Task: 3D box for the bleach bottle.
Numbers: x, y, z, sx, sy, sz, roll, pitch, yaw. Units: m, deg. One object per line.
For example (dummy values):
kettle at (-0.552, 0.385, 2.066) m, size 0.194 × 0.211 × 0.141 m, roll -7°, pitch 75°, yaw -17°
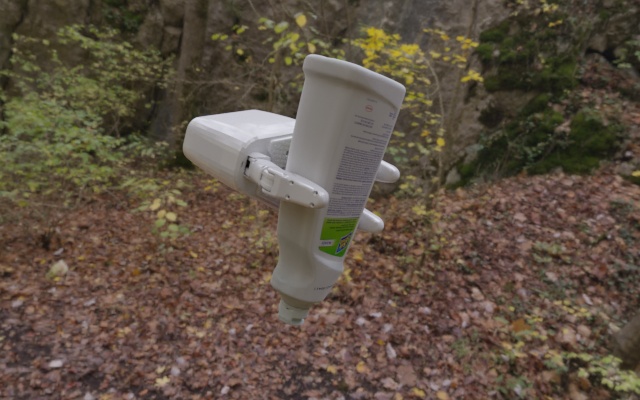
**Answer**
bleach bottle at (0.000, 0.001, 0.452) m, size 0.068 × 0.251 × 0.102 m, roll 26°, pitch 14°, yaw 39°
